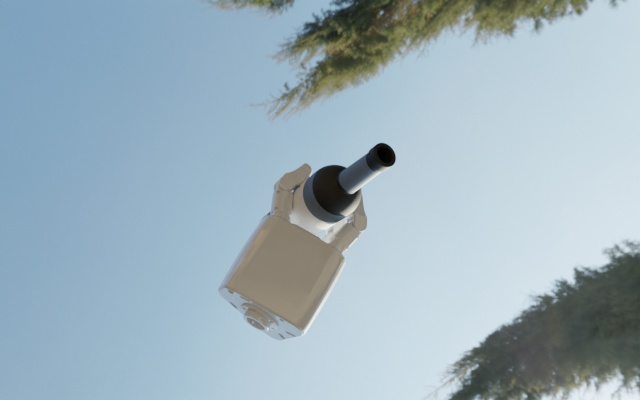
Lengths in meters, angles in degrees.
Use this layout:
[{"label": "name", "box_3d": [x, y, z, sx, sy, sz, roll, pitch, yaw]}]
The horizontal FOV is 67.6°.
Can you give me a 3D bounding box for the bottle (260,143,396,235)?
[{"label": "bottle", "box_3d": [0.000, 0.002, 0.607, 0.069, 0.069, 0.296, 0, -19, -28]}]
